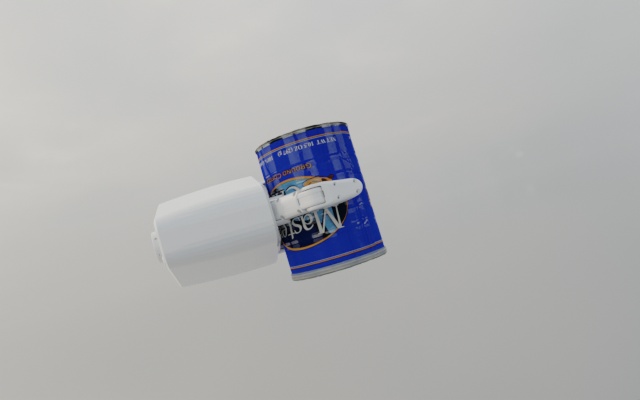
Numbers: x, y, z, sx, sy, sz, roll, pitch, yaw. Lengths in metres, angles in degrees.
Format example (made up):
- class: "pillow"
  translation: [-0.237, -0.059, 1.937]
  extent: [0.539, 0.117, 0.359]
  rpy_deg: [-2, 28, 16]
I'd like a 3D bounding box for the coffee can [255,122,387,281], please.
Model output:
- class: "coffee can"
  translation: [0.000, 0.002, 0.500]
  extent: [0.103, 0.140, 0.103]
  rpy_deg: [-17, -3, -1]
